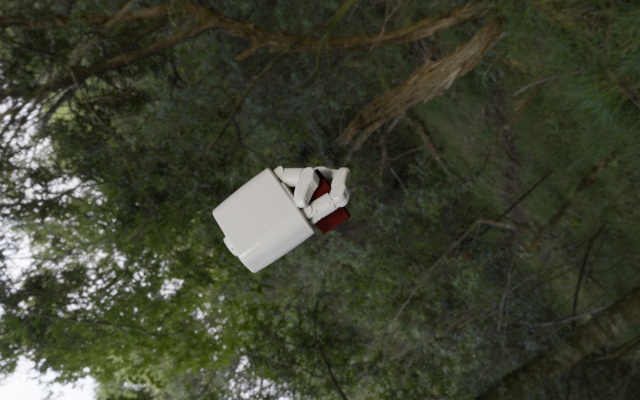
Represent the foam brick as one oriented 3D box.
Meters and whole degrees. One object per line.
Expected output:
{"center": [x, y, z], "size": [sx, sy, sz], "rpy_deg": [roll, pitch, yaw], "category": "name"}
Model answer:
{"center": [0.000, 0.003, 0.716], "size": [0.053, 0.051, 0.078], "rpy_deg": [52, -2, 44], "category": "foam brick"}
